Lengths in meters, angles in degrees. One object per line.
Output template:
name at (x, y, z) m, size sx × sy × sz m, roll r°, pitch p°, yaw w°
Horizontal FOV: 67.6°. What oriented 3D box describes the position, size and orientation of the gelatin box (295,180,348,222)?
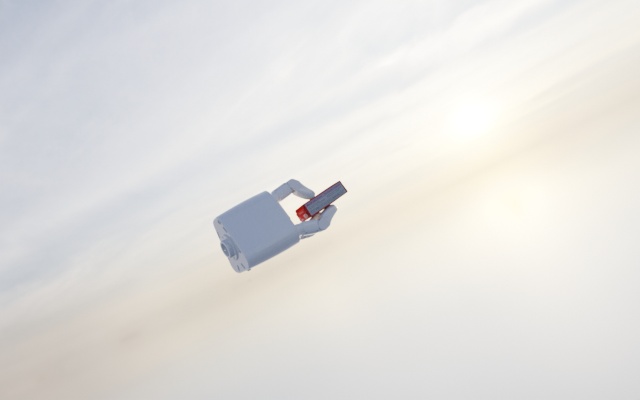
gelatin box at (0.000, 0.002, 0.892) m, size 0.089 × 0.030 × 0.073 m, roll -35°, pitch 0°, yaw -17°
